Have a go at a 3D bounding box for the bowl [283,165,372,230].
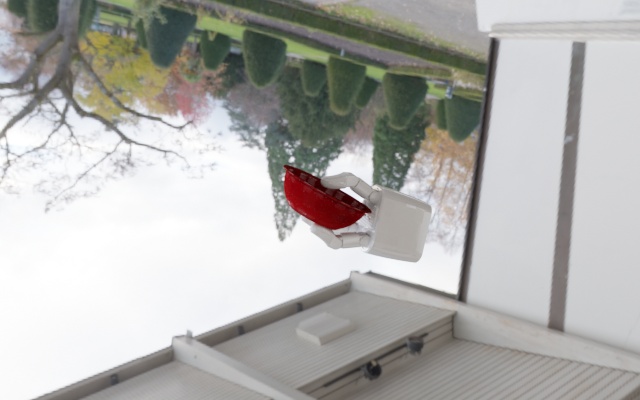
[{"bbox_3d":[-0.001,0.002,0.777,0.162,0.055,0.162,28,8,-4],"label":"bowl"}]
